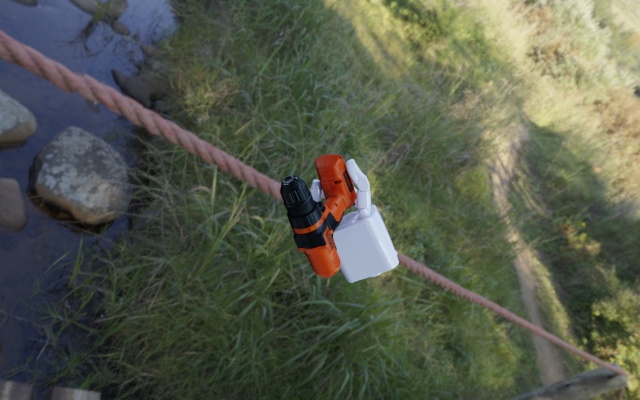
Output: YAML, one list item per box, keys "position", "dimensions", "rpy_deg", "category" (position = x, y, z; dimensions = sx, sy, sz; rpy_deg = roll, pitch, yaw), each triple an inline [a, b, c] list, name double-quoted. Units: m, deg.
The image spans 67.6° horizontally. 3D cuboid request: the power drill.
- position: [0.000, 0.003, 0.781]
  dimensions: [0.057, 0.184, 0.187]
  rpy_deg: [-6, 34, 23]
  category: "power drill"
